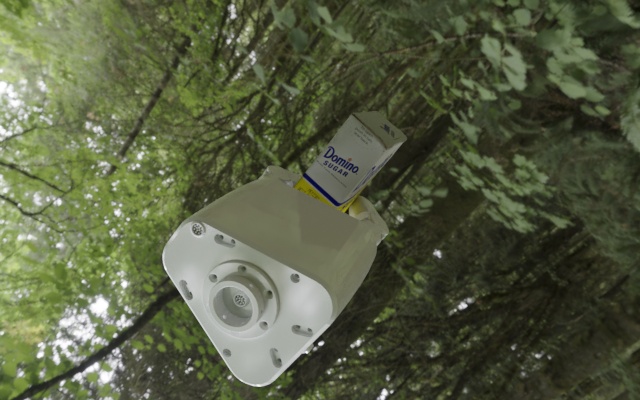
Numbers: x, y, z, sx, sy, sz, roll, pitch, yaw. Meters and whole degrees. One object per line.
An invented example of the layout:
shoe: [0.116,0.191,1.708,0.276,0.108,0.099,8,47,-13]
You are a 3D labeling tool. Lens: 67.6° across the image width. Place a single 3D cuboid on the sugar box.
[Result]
sugar box: [0.000,0.002,0.426,0.176,0.048,0.093,-48,-6,22]
